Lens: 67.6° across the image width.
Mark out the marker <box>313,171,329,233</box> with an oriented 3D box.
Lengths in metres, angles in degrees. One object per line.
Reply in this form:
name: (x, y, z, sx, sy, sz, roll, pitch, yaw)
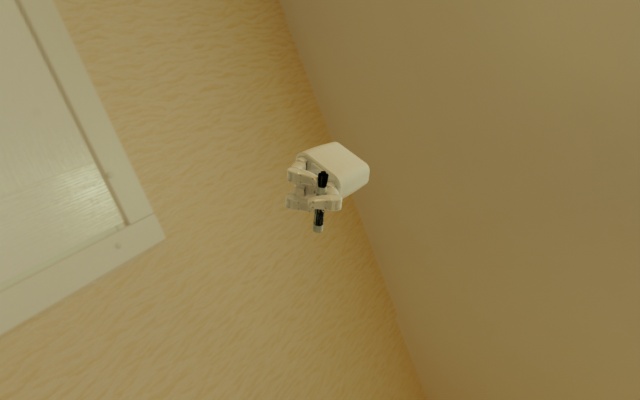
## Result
marker: (0.000, 0.003, 0.857, 0.020, 0.121, 0.020, 4, 28, -2)
